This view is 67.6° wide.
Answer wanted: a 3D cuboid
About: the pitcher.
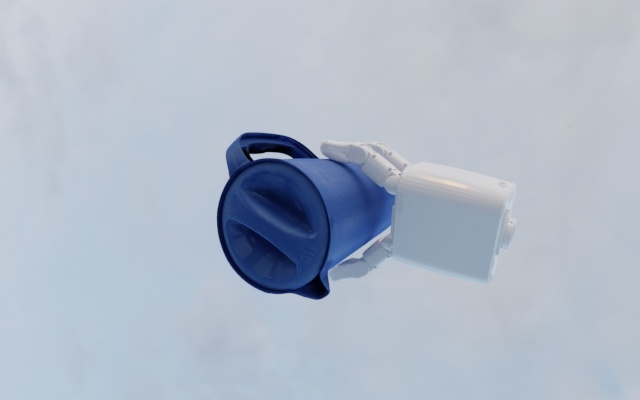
[{"bbox_3d":[0.000,0.002,0.558,0.145,0.149,0.243,12,13,26],"label":"pitcher"}]
